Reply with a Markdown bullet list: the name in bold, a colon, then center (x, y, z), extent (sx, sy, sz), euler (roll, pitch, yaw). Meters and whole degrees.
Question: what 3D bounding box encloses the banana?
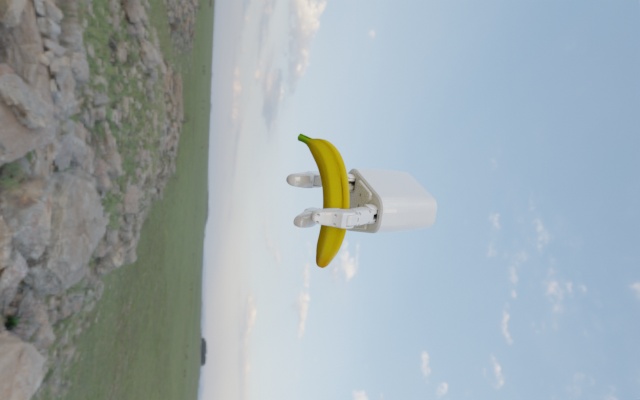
- **banana**: center (0.012, -0.003, 0.677), extent (0.037, 0.198, 0.069), euler (-5, -4, -41)
